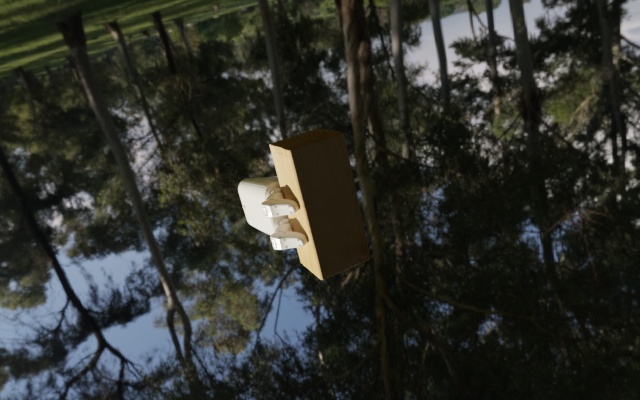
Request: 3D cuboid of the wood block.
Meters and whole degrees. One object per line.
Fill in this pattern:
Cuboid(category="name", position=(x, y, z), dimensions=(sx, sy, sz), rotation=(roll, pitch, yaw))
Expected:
Cuboid(category="wood block", position=(0.000, 0.002, 0.739), dimensions=(0.091, 0.206, 0.090), rotation=(-21, 20, -20))
